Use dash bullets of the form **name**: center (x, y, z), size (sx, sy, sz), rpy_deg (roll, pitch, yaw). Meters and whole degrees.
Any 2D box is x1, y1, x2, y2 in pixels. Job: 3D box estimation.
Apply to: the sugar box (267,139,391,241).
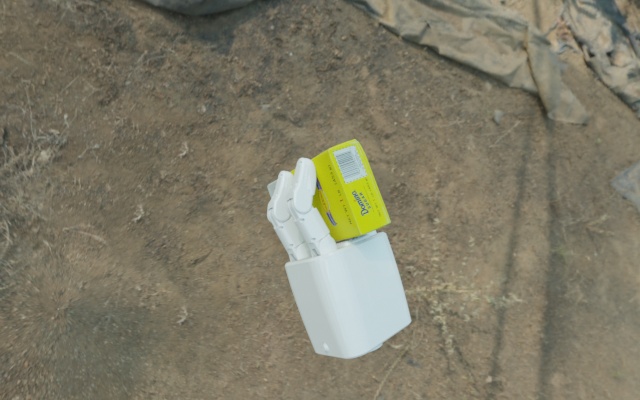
- **sugar box**: center (0.000, 0.002, 0.545), size (0.048, 0.093, 0.176), rpy_deg (-20, -2, -31)
